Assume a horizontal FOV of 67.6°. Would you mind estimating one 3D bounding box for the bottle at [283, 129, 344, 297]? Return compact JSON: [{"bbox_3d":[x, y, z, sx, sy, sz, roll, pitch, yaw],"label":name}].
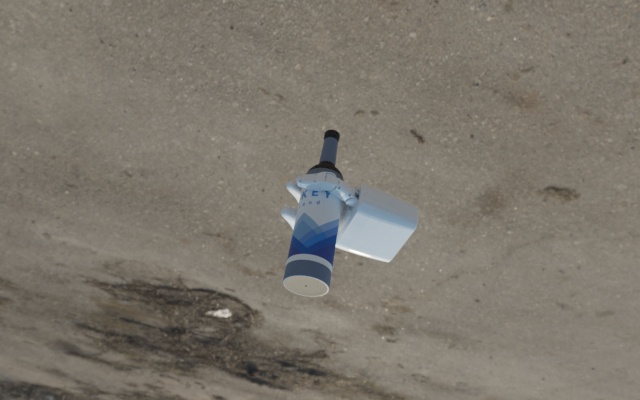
[{"bbox_3d":[0.000,0.003,0.754,0.069,0.295,0.069,7,-35,5],"label":"bottle"}]
